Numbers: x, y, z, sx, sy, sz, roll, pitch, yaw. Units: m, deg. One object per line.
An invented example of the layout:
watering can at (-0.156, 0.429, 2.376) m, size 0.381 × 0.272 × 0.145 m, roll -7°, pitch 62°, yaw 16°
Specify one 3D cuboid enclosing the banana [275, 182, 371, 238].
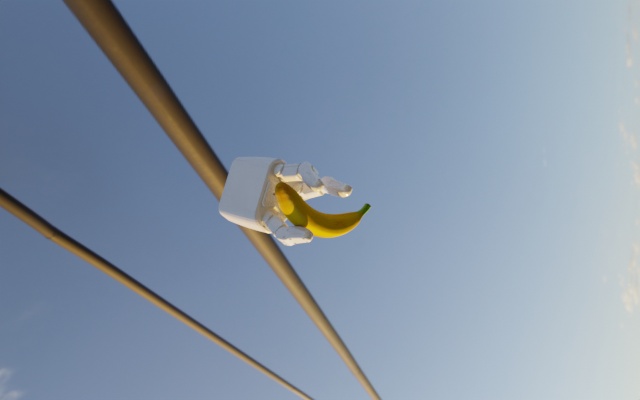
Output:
banana at (-0.002, 0.021, 0.724) m, size 0.037 × 0.069 × 0.198 m, roll 18°, pitch 4°, yaw 44°
